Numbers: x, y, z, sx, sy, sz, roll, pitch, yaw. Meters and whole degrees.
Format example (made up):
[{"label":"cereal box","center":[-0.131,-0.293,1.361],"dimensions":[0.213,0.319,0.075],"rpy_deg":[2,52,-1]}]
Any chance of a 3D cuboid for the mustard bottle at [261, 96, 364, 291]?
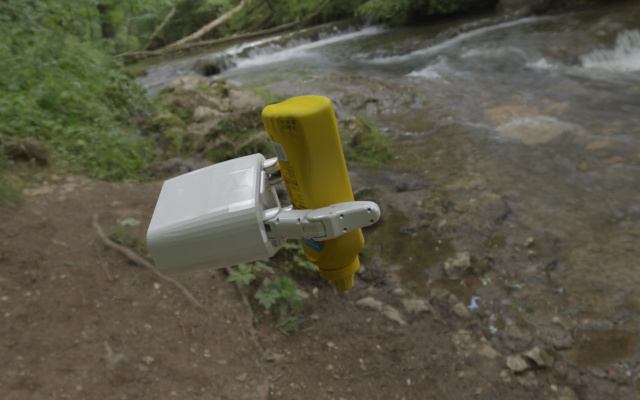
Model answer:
[{"label":"mustard bottle","center":[0.000,0.001,0.450],"dimensions":[0.058,0.192,0.096],"rpy_deg":[-22,21,-18]}]
